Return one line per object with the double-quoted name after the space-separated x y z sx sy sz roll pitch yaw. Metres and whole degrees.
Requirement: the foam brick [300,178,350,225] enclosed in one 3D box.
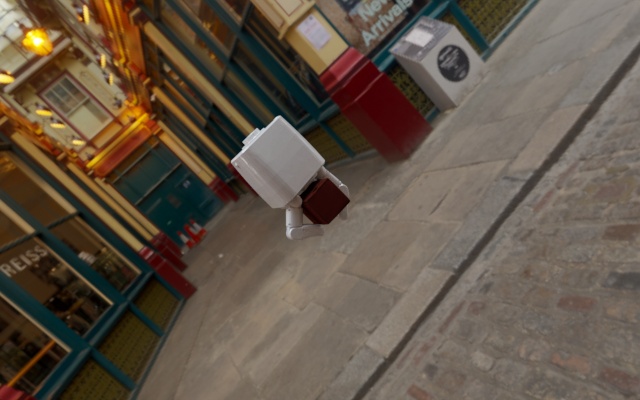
0.000 0.002 0.756 0.053 0.051 0.078 -47 12 -15 "foam brick"
